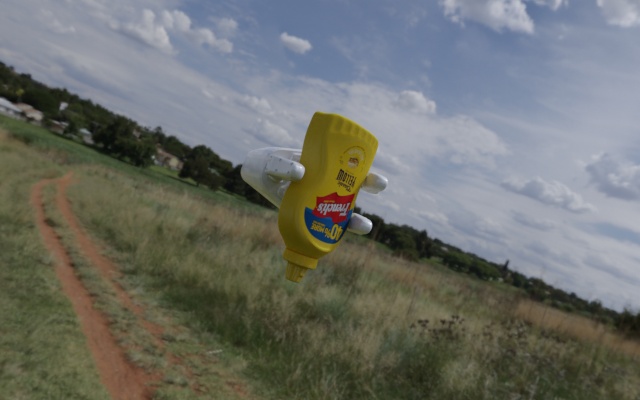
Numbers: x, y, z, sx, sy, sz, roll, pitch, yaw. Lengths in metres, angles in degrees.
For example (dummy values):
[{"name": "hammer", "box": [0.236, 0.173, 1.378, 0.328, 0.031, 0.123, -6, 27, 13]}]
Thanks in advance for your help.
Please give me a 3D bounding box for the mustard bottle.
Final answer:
[{"name": "mustard bottle", "box": [0.000, 0.002, 0.551, 0.058, 0.191, 0.096, 18, -3, 41]}]
